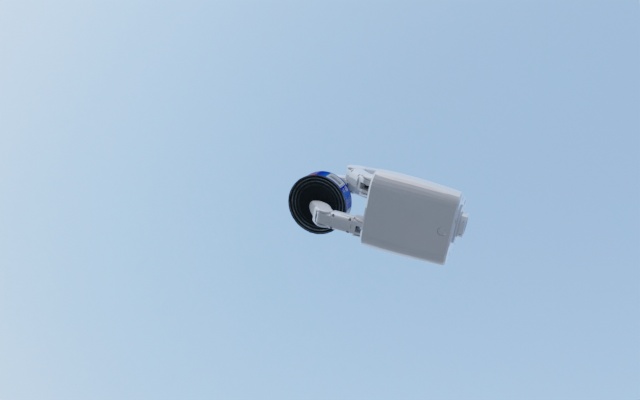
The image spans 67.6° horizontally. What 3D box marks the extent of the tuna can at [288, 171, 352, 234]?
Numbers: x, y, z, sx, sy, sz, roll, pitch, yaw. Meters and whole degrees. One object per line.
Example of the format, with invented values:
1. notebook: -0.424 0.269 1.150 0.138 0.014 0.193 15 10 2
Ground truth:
1. tuna can: 0.000 0.002 0.673 0.086 0.086 0.033 0 15 22
